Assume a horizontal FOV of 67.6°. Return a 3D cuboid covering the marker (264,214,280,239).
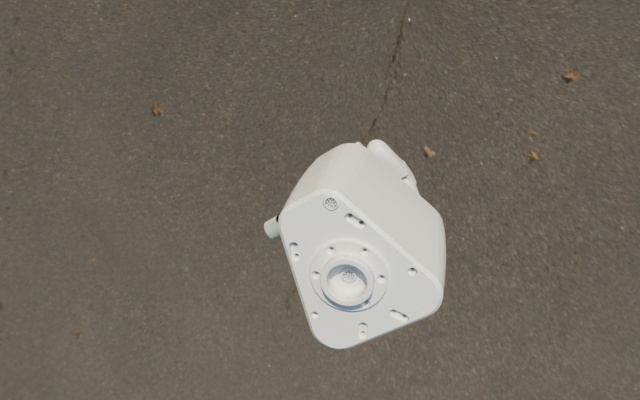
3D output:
[{"bbox_3d":[0.000,0.001,0.438,0.121,0.020,0.020,-30,-11,21],"label":"marker"}]
